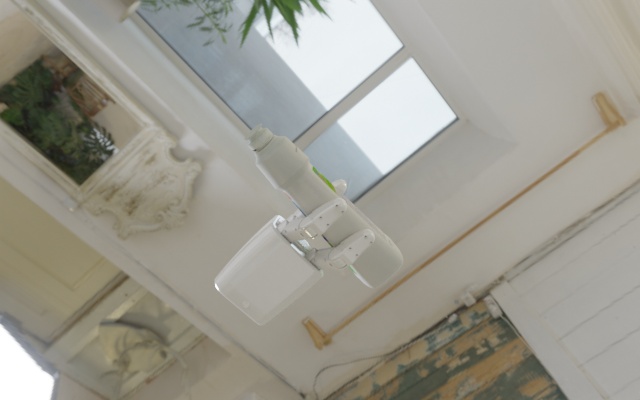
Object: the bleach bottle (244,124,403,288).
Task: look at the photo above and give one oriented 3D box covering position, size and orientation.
[{"bbox_3d":[0.000,0.002,0.608,0.251,0.068,0.102,46,2,-21],"label":"bleach bottle"}]
